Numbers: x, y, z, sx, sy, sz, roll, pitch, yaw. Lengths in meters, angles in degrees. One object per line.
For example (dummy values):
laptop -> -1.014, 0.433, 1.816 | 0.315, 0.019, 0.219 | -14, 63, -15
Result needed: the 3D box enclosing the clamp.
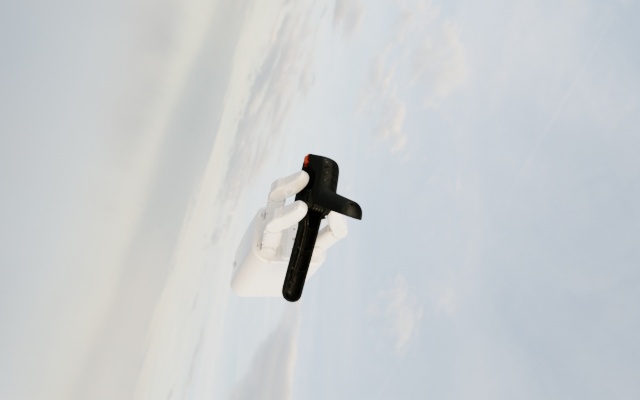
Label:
clamp -> 0.001, 0.002, 0.602 | 0.036, 0.209, 0.165 | 22, -47, -20
